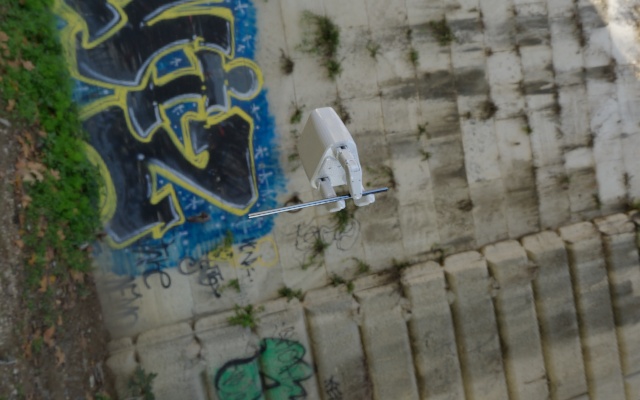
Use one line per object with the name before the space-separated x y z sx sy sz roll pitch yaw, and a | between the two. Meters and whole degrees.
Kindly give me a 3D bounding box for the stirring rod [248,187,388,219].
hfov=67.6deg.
stirring rod | 0.000 0.003 0.786 0.239 0.011 0.011 -11 3 -16
